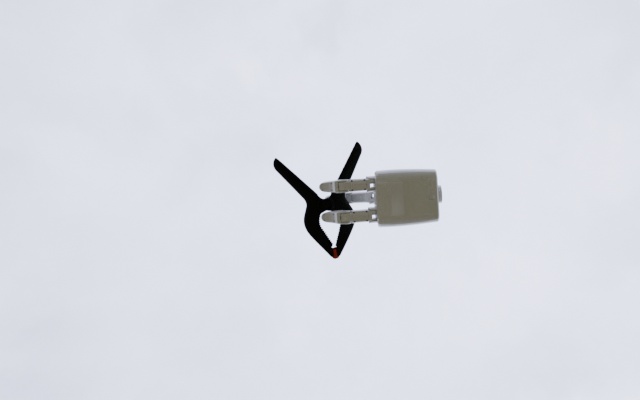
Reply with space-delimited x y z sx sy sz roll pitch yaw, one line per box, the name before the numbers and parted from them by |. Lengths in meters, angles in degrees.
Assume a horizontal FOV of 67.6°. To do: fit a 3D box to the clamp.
clamp | 0.001 0.003 0.879 0.164 0.210 0.036 -4 4 8
